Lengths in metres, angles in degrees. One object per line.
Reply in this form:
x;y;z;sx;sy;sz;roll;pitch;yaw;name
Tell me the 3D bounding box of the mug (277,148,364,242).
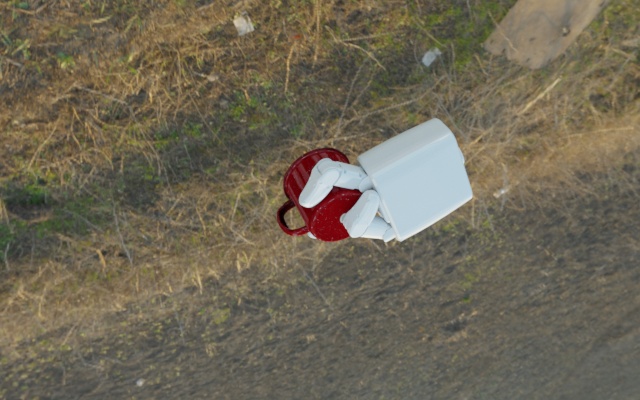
-0.001;0.003;0.585;0.117;0.081;0.093;-30;-42;-1;mug
